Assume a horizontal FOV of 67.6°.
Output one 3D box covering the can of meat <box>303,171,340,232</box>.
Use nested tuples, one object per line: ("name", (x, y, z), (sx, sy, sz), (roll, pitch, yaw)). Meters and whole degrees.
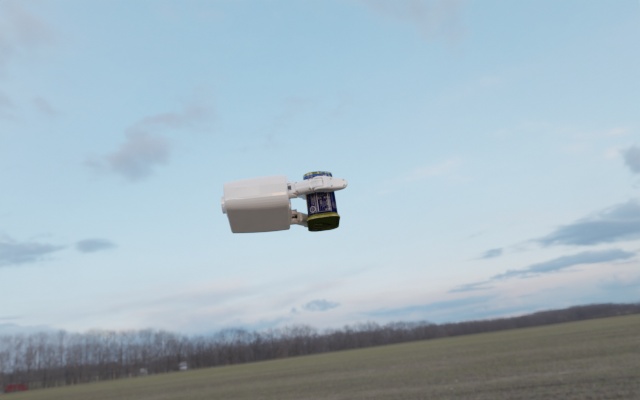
("can of meat", (0.000, 0.002, 0.848), (0.057, 0.084, 0.102), (-7, -17, -2))
